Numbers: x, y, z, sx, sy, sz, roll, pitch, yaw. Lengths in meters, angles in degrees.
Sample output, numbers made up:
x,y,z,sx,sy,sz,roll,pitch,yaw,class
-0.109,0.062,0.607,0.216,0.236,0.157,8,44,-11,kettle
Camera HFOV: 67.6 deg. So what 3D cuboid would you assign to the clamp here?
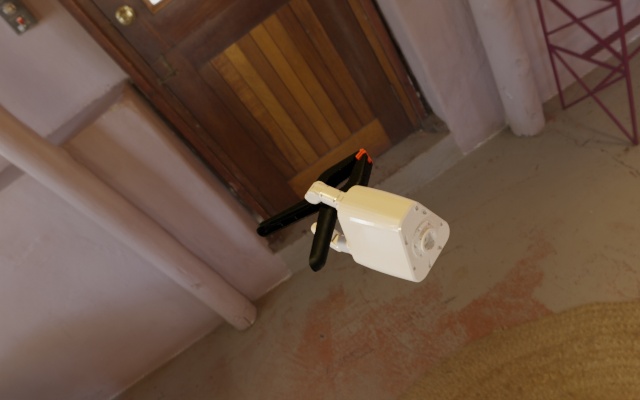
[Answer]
x,y,z,sx,sy,sz,roll,pitch,yaw,class
0.000,0.002,0.737,0.164,0.210,0.036,16,-28,46,clamp
